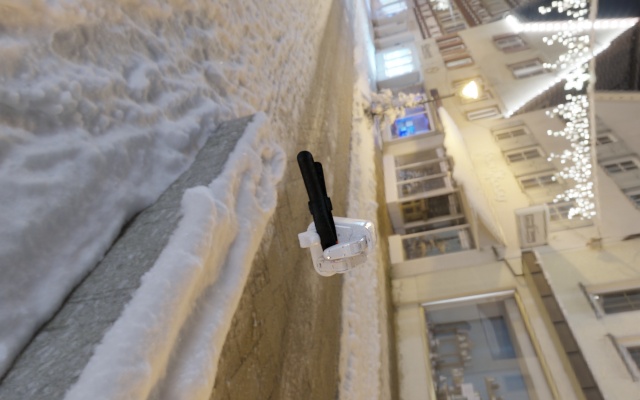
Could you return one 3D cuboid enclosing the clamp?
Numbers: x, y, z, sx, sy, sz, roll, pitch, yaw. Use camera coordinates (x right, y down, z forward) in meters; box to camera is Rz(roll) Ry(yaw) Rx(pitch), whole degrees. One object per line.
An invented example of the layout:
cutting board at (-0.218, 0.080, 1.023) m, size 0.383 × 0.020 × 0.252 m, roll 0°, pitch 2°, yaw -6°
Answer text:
clamp at (0.001, 0.003, 0.791) m, size 0.039 × 0.171 × 0.120 m, roll -12°, pitch 2°, yaw 14°
